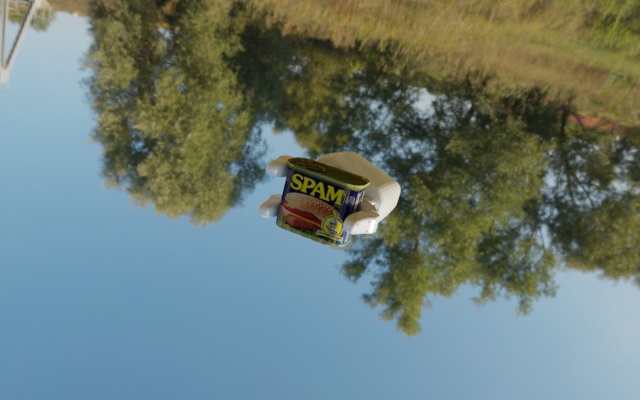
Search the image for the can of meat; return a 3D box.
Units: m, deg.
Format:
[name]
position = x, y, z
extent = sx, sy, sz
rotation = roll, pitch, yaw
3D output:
[can of meat]
position = 0.000, 0.002, 0.593
extent = 0.102, 0.084, 0.057
rotation = 20, 18, 17
